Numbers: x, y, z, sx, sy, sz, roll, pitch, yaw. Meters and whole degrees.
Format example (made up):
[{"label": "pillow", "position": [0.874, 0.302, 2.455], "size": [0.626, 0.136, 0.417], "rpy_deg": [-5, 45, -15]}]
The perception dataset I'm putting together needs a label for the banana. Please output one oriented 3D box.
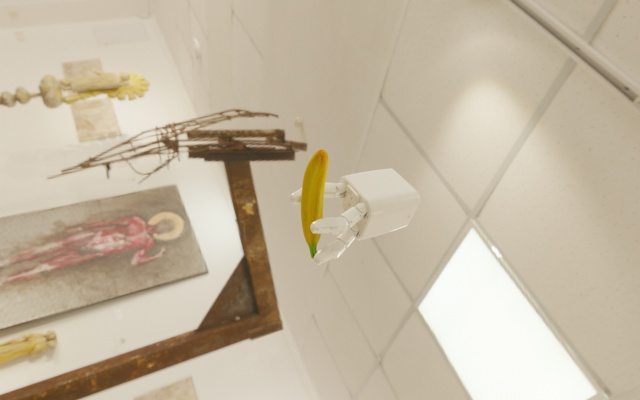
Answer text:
[{"label": "banana", "position": [-0.008, -0.003, 0.796], "size": [0.037, 0.198, 0.069], "rpy_deg": [-10, 31, -23]}]
